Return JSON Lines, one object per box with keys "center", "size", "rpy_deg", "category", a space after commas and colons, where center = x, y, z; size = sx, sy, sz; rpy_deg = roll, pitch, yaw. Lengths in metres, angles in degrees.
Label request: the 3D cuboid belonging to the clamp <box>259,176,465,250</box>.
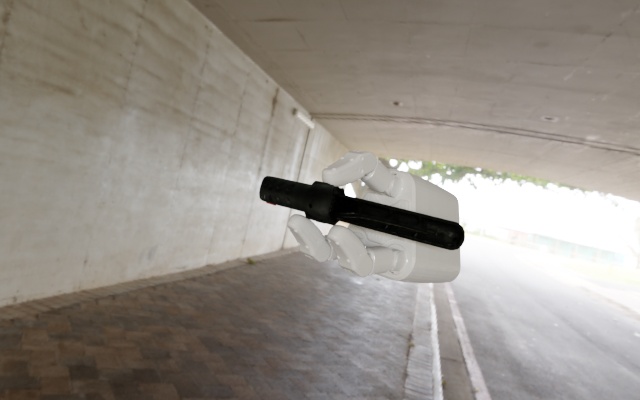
{"center": [0.000, 0.001, 0.429], "size": [0.210, 0.036, 0.164], "rpy_deg": [14, -2, 45], "category": "clamp"}
